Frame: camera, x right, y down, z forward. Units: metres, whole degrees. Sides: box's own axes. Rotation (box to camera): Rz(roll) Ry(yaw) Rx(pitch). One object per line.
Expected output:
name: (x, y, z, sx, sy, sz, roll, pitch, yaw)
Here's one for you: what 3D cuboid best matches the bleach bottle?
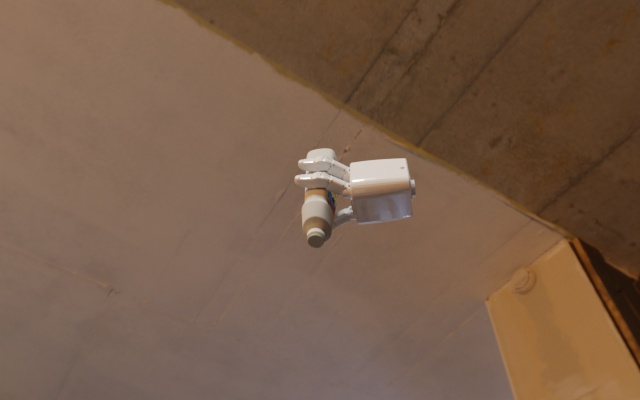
bleach bottle: (0.000, 0.003, 0.900, 0.068, 0.103, 0.250, -6, 35, 8)
